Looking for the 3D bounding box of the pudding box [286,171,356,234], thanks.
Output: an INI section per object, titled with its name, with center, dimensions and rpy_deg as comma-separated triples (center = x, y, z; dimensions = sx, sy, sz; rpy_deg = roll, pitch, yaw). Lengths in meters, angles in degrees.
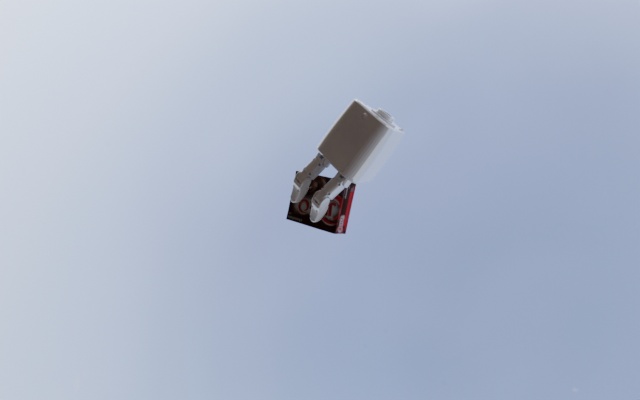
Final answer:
[pudding box]
center = 0.000, 0.003, 0.829
dimensions = 0.113, 0.090, 0.039
rpy_deg = 14, 3, 38
